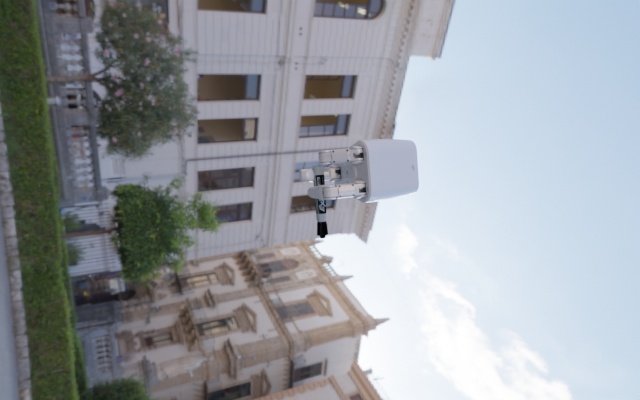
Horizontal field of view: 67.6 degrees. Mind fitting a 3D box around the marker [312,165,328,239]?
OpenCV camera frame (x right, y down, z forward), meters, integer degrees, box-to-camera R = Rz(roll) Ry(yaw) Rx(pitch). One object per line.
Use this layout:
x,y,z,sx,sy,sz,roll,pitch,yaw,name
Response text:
0.000,0.003,0.787,0.020,0.121,0.020,-4,6,0,marker
